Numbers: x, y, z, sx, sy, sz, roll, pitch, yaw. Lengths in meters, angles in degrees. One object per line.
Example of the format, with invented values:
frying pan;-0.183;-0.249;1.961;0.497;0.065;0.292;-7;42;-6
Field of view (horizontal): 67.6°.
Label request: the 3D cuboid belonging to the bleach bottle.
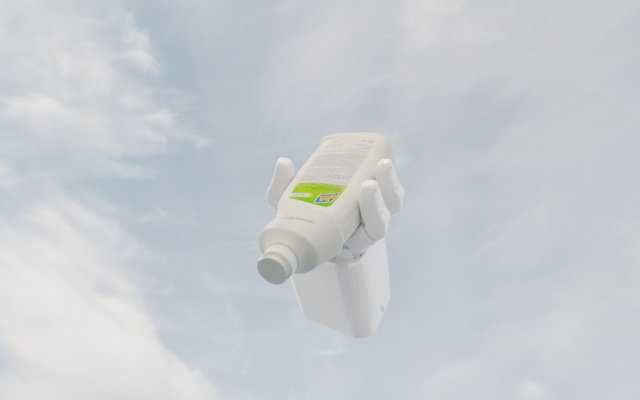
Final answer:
bleach bottle;0.000;0.002;0.506;0.102;0.068;0.250;0;28;26
